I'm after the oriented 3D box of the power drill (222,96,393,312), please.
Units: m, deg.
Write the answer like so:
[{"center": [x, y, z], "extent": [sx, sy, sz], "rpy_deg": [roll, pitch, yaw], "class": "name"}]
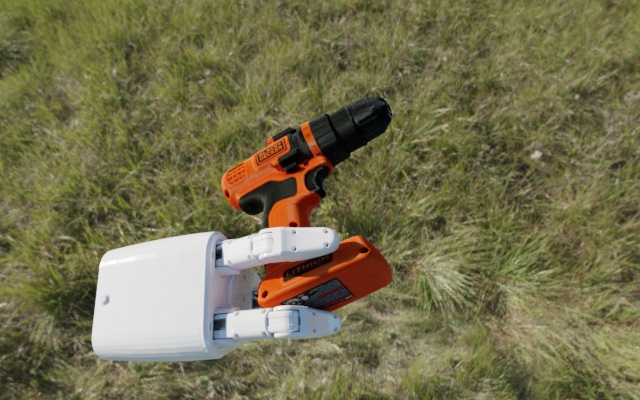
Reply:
[{"center": [0.000, 0.002, 0.425], "extent": [0.184, 0.187, 0.057], "rpy_deg": [-29, -45, 14], "class": "power drill"}]
